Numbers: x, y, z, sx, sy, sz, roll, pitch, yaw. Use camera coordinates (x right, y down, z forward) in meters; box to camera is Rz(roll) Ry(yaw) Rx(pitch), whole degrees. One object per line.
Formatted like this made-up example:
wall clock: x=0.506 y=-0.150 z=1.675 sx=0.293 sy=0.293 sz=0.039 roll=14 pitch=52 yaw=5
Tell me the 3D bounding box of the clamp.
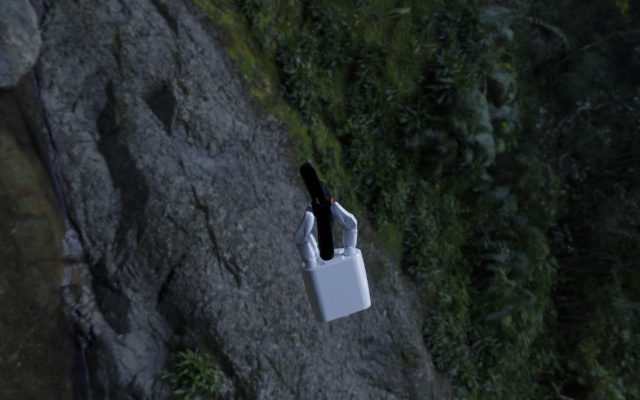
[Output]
clamp: x=0.001 y=0.003 z=0.870 sx=0.036 sy=0.164 sz=0.210 roll=-12 pitch=10 yaw=6
